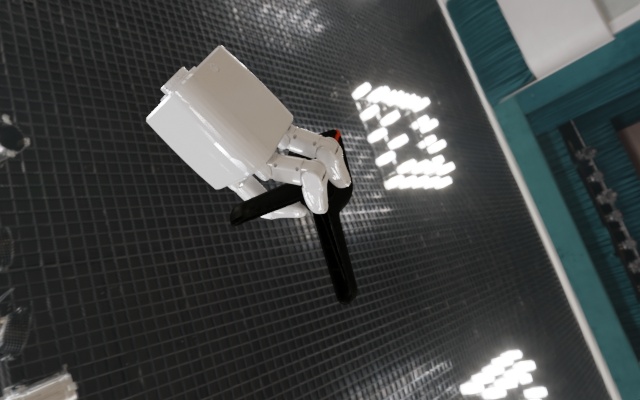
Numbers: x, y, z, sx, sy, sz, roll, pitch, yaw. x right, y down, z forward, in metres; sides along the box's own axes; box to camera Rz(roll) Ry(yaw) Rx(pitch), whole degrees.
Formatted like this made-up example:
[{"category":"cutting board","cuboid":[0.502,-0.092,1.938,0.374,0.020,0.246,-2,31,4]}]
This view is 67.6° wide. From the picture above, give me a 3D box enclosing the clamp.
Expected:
[{"category":"clamp","cuboid":[0.000,0.002,0.536,0.036,0.164,0.209,-27,27,38]}]
